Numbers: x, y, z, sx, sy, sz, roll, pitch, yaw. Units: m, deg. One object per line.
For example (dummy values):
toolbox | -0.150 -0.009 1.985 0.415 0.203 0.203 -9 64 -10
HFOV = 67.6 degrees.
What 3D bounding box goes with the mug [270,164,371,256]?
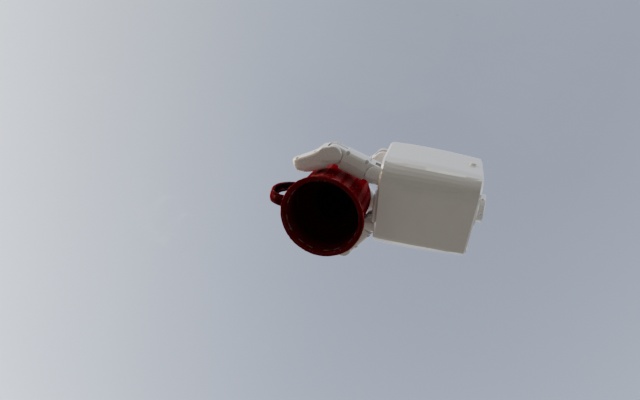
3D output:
mug | -0.001 0.001 0.547 0.117 0.093 0.081 12 23 12
